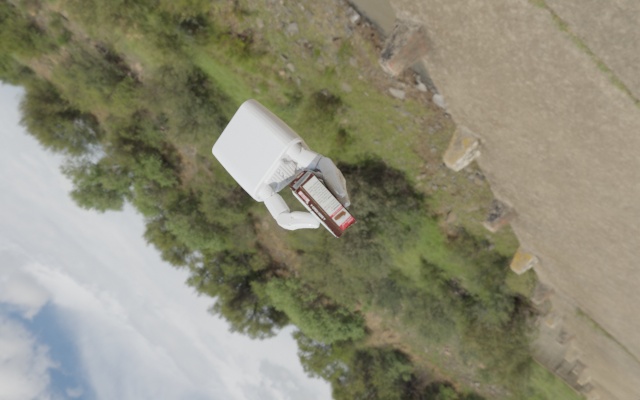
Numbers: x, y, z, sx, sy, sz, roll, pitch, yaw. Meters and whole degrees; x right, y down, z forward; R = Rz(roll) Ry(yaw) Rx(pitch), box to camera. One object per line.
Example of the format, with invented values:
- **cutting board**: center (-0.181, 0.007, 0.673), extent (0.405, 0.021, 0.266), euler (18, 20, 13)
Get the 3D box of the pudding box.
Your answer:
- **pudding box**: center (0.000, 0.002, 0.674), extent (0.039, 0.090, 0.113), euler (-44, 9, 0)
